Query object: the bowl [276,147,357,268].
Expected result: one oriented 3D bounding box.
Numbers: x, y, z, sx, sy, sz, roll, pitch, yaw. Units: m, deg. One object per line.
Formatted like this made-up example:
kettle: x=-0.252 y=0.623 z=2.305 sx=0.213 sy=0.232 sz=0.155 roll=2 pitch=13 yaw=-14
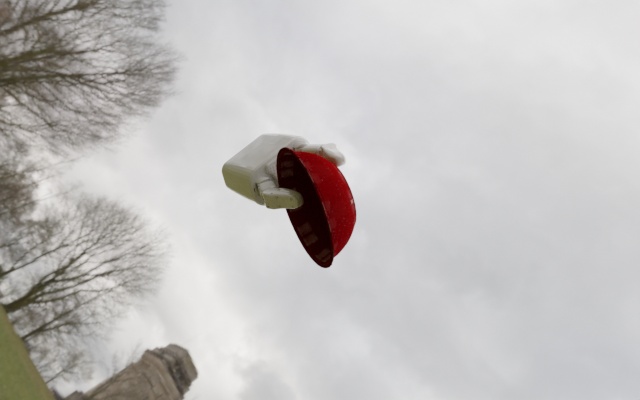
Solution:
bowl: x=0.001 y=0.002 z=0.610 sx=0.055 sy=0.162 sz=0.162 roll=-20 pitch=6 yaw=-18
